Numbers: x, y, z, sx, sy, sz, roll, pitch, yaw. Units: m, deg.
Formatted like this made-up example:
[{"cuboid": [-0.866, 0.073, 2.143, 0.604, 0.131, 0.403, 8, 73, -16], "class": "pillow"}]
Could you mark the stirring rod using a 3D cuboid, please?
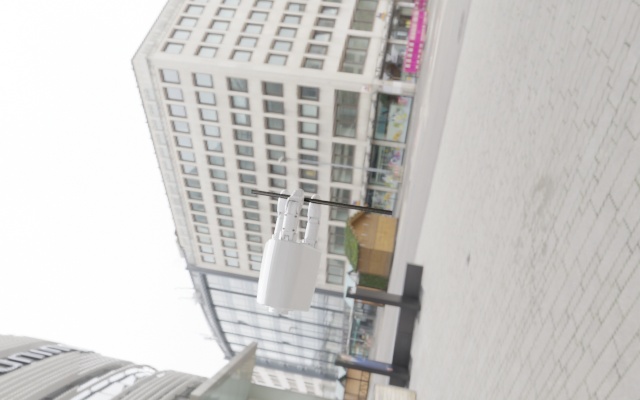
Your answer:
[{"cuboid": [0.000, 0.003, 0.802, 0.239, 0.011, 0.011, 9, 1, 8], "class": "stirring rod"}]
